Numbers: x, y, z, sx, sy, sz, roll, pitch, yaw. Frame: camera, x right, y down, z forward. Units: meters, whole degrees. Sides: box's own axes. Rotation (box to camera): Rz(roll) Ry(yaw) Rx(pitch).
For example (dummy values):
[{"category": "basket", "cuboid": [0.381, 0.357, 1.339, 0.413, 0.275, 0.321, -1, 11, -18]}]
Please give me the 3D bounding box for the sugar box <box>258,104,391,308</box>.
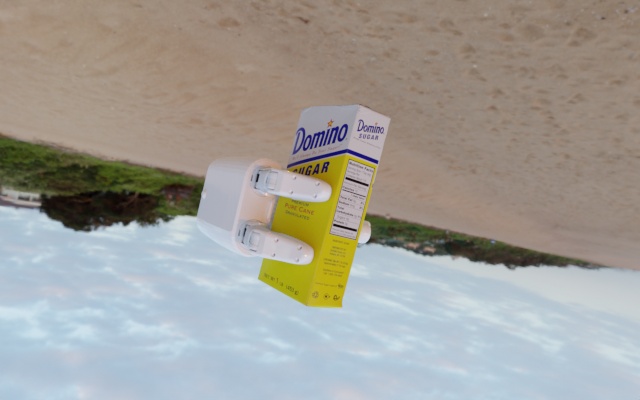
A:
[{"category": "sugar box", "cuboid": [0.000, 0.001, 0.441, 0.048, 0.176, 0.093, 13, -1, -36]}]
